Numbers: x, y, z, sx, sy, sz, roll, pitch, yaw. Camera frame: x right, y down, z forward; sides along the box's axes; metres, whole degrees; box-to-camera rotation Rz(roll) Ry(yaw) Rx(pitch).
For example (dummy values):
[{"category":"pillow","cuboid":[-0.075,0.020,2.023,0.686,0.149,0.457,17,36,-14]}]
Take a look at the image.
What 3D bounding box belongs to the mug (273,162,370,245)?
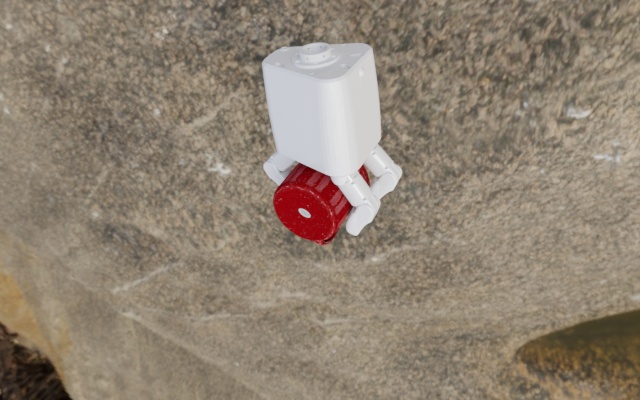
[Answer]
[{"category":"mug","cuboid":[0.000,0.003,0.558,0.093,0.117,0.081,12,42,26]}]
